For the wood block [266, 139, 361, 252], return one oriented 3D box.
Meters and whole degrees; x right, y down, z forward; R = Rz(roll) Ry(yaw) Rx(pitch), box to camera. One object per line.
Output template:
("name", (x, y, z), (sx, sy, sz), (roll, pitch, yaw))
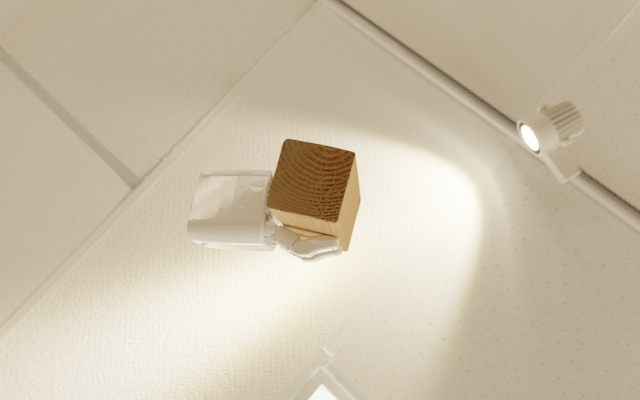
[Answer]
("wood block", (0.000, 0.002, 0.653), (0.090, 0.090, 0.206), (12, -13, 10))
